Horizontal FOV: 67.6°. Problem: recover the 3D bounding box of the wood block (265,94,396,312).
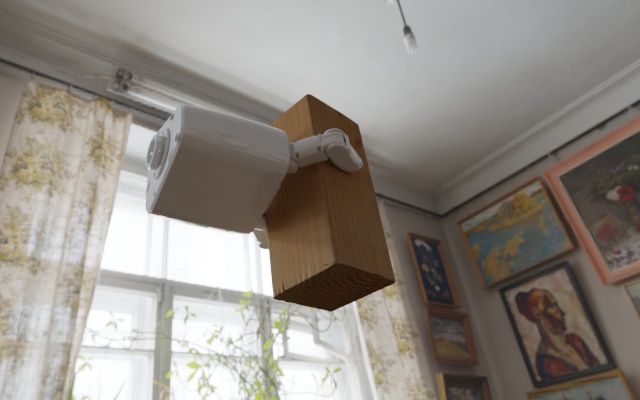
[{"bbox_3d":[0.000,0.001,0.516,0.091,0.206,0.090,-32,-39,32],"label":"wood block"}]
